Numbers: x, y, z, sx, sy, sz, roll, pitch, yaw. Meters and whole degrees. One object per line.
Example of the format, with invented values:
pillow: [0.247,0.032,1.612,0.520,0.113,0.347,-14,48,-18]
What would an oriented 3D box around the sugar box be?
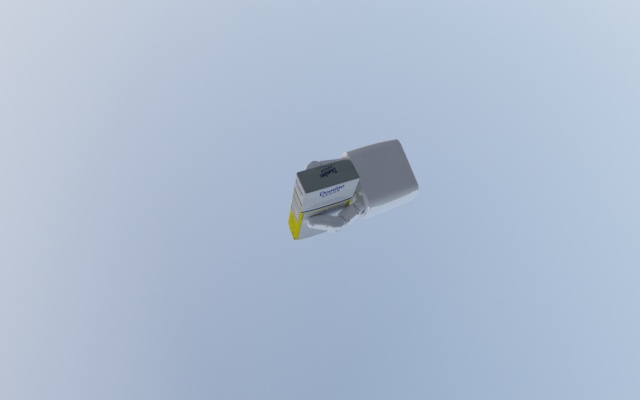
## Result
sugar box: [0.000,0.002,0.792,0.093,0.048,0.176,-16,-27,-17]
